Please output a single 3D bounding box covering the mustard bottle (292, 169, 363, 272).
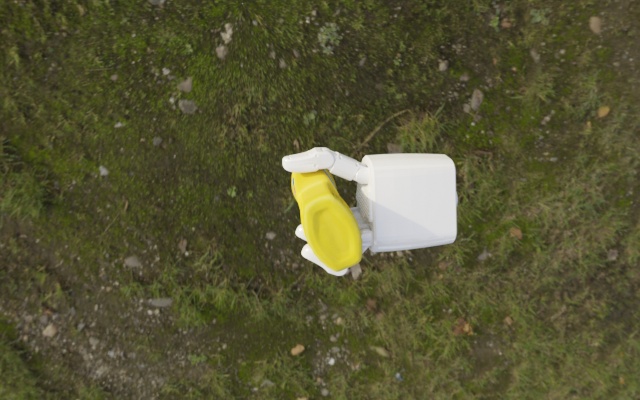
[{"bbox_3d":[0.000,0.002,0.592,0.058,0.096,0.191,-26,24,2],"label":"mustard bottle"}]
